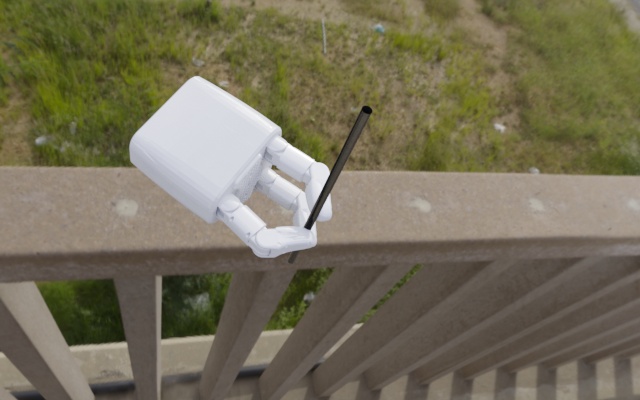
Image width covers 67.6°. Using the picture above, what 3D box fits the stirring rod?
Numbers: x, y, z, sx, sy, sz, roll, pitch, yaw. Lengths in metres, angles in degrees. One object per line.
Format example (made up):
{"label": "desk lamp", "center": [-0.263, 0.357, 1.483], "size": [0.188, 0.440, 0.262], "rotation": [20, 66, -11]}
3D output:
{"label": "stirring rod", "center": [0.000, 0.001, 0.429], "size": [0.011, 0.011, 0.240], "rotation": [0, -32, -19]}
